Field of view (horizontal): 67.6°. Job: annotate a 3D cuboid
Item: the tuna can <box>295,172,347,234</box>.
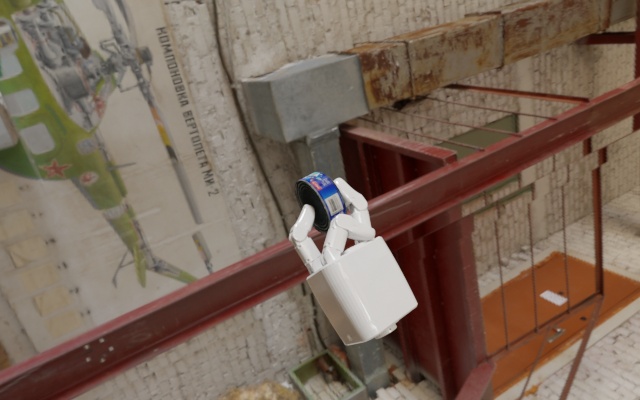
[{"bbox_3d":[0.001,0.002,0.690,0.033,0.086,0.086,-29,12,-23],"label":"tuna can"}]
